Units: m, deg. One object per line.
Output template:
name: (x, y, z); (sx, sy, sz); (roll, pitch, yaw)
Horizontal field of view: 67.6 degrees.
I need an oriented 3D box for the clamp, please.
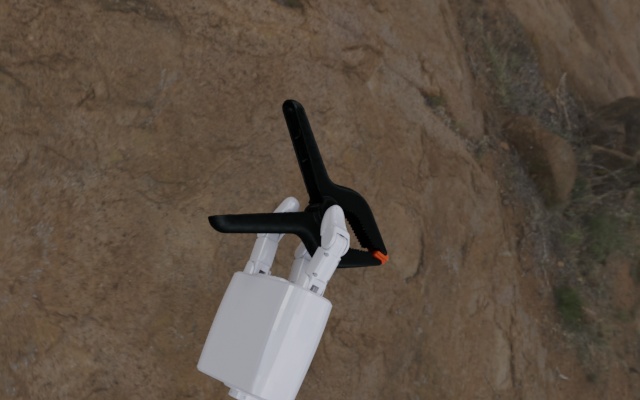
clamp: (0.001, 0.002, 0.525); (0.210, 0.164, 0.036); (33, -20, -27)
